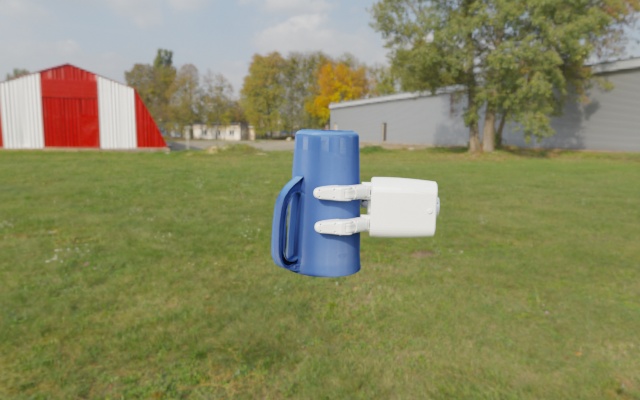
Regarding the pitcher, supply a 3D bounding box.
[{"bbox_3d":[0.000,0.003,0.810,0.145,0.243,0.149,2,8,4],"label":"pitcher"}]
